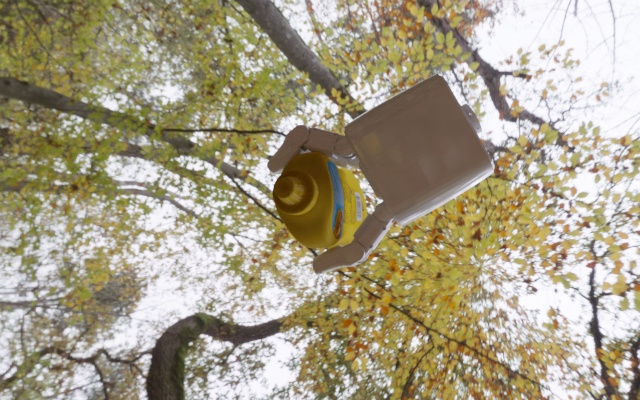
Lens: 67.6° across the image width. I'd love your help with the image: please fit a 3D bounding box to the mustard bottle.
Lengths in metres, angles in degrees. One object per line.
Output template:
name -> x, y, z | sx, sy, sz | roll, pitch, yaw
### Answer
mustard bottle -> 0.000, 0.002, 0.493 | 0.058, 0.096, 0.191 | -5, -9, 18
